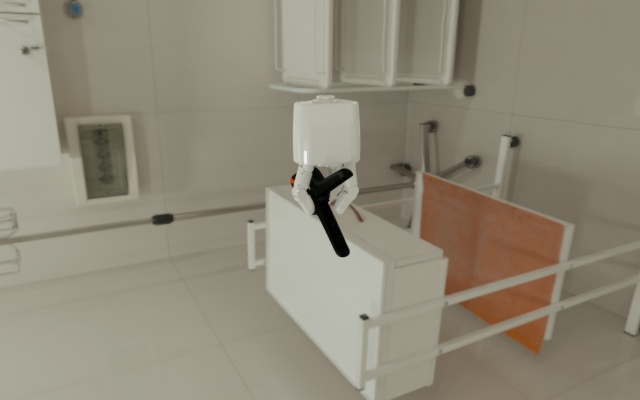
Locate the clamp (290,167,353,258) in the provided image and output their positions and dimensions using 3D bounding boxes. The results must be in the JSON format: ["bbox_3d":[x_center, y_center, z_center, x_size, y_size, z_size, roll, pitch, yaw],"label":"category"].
[{"bbox_3d":[-0.001,0.003,0.885,0.036,0.165,0.210,-11,20,-27],"label":"clamp"}]
